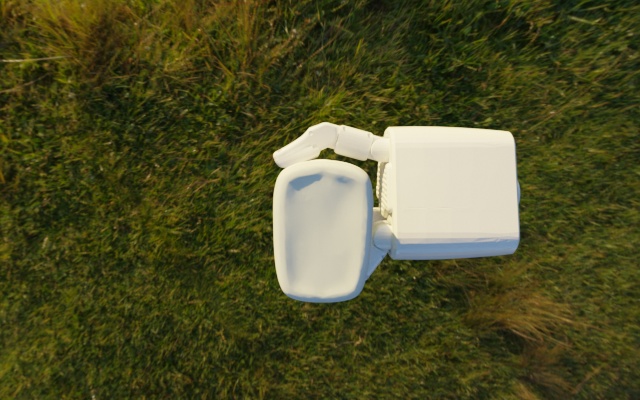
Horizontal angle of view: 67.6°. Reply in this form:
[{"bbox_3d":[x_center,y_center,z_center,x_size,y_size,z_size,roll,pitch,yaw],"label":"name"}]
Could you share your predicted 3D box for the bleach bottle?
[{"bbox_3d":[0.000,0.002,0.440,0.068,0.102,0.250,1,11,-1],"label":"bleach bottle"}]
